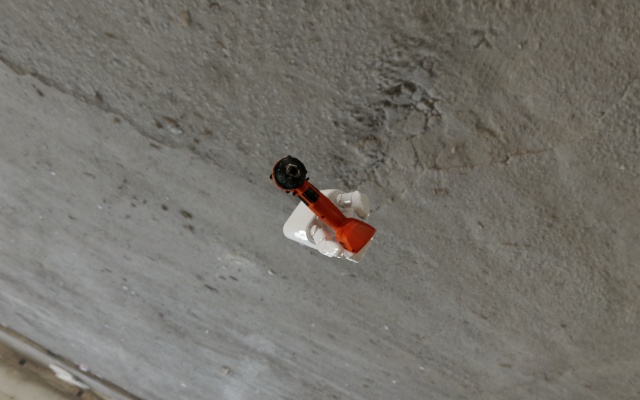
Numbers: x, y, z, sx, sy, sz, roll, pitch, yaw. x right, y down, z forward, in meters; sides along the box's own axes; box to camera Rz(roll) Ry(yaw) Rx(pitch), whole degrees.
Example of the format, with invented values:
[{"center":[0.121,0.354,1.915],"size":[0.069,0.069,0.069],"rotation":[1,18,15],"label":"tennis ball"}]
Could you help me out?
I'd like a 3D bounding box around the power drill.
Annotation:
[{"center":[0.000,0.003,0.762],"size":[0.187,0.057,0.184],"rotation":[44,-3,-6],"label":"power drill"}]
